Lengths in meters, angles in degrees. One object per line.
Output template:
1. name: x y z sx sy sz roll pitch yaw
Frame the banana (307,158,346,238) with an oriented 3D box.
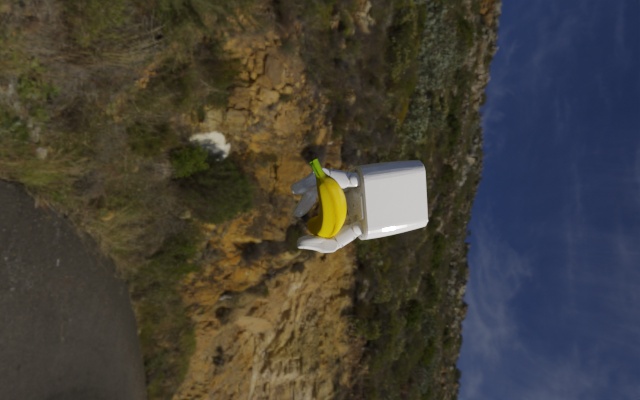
1. banana: 0.008 0.016 0.686 0.037 0.069 0.198 -20 -26 -15
